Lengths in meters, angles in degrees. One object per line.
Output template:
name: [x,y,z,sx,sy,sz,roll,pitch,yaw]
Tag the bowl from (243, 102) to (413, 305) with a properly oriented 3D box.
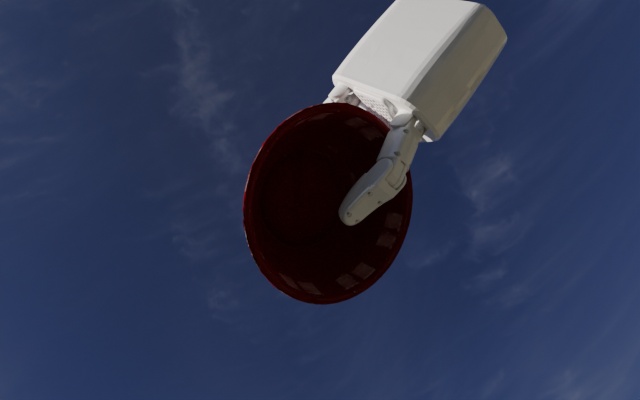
bowl: [-0.001,0.002,0.400,0.162,0.162,0.055,0,6,-33]
